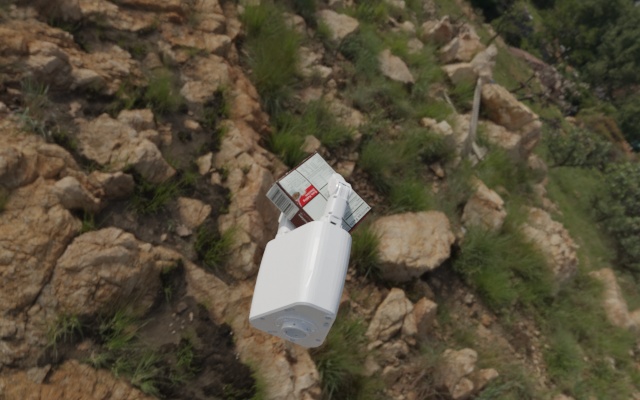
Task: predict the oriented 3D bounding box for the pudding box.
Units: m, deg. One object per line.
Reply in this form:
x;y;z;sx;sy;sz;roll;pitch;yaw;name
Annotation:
0.000;0.002;0.624;0.090;0.113;0.039;-41;-3;-41;pudding box
